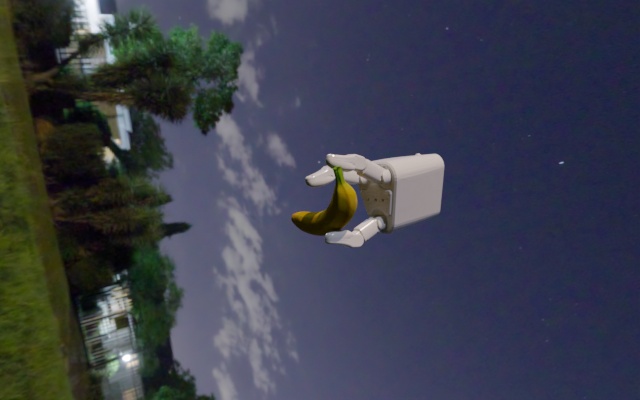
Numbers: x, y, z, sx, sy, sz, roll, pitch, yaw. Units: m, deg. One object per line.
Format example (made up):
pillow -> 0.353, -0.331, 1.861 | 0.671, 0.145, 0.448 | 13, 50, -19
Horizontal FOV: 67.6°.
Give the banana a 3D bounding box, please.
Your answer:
banana -> 0.008, 0.018, 0.716 | 0.037, 0.069, 0.198 | -15, -16, -29
